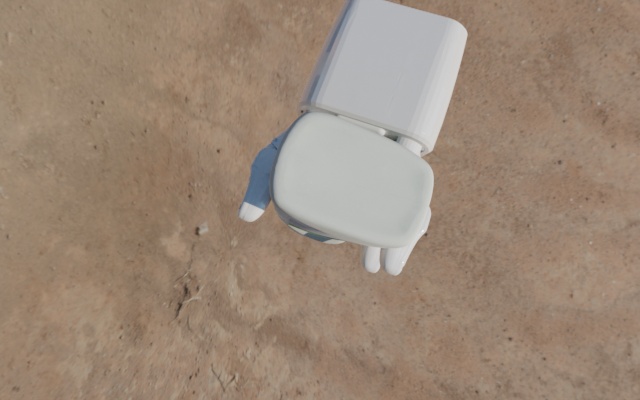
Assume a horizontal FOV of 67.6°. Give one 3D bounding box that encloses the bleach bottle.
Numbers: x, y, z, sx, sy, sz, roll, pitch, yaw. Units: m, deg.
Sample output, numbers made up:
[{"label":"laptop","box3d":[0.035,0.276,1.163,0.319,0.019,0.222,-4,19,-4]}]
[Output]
[{"label":"bleach bottle","box3d":[0.000,0.001,0.403,0.102,0.068,0.251,22,-9,-8]}]
